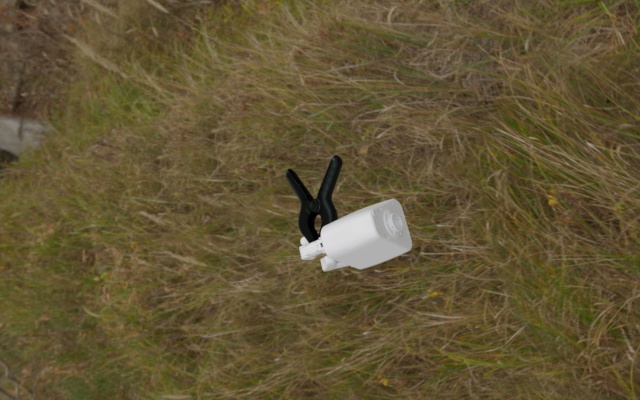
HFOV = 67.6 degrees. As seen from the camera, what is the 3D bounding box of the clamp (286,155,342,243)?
[{"bbox_3d":[0.000,0.003,0.855,0.120,0.171,0.039,-25,-18,36],"label":"clamp"}]
